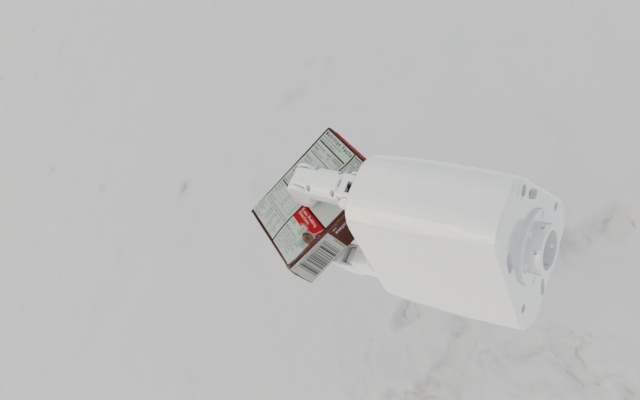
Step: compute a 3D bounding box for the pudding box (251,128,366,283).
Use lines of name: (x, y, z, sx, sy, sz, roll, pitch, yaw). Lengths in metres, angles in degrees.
pudding box: (0.000, 0.001, 0.429, 0.039, 0.113, 0.090, 40, 8, -44)
